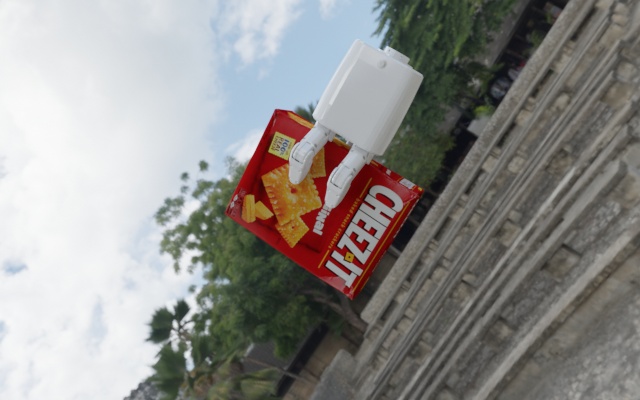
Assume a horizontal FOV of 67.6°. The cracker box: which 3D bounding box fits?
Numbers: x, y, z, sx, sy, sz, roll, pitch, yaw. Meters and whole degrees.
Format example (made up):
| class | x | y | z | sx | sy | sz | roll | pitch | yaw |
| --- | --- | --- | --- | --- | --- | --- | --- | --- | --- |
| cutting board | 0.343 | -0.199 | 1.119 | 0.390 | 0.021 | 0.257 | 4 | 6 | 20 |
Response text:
| class | x | y | z | sx | sy | sz | roll | pitch | yaw |
| --- | --- | --- | --- | --- | --- | --- | --- | --- | --- |
| cracker box | 0.000 | 0.002 | 0.632 | 0.213 | 0.164 | 0.072 | 33 | 16 | 11 |
